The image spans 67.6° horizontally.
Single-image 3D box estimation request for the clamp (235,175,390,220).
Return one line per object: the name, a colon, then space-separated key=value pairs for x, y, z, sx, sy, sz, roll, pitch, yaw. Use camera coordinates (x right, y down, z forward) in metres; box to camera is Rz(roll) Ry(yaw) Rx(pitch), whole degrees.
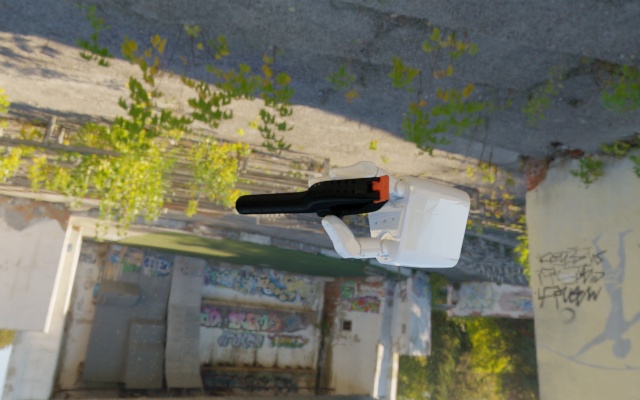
clamp: x=0.001 y=0.003 z=0.584 sx=0.164 sy=0.036 sz=0.210 roll=7 pitch=-13 yaw=-28
